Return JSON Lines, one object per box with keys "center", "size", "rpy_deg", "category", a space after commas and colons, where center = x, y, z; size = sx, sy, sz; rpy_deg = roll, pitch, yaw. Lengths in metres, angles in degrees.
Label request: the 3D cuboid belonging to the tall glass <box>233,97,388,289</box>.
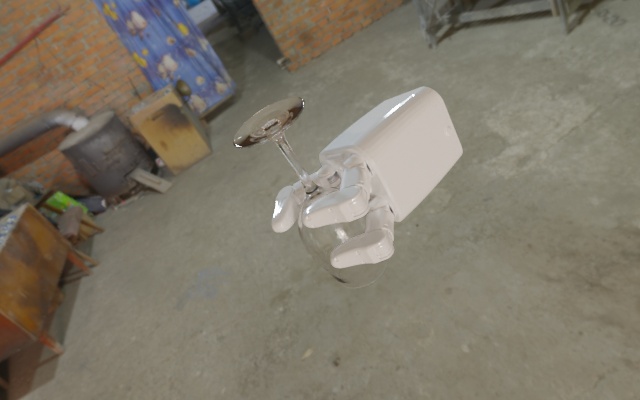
{"center": [0.000, 0.001, 0.474], "size": [0.079, 0.201, 0.079], "rpy_deg": [-23, 32, 15], "category": "tall glass"}
